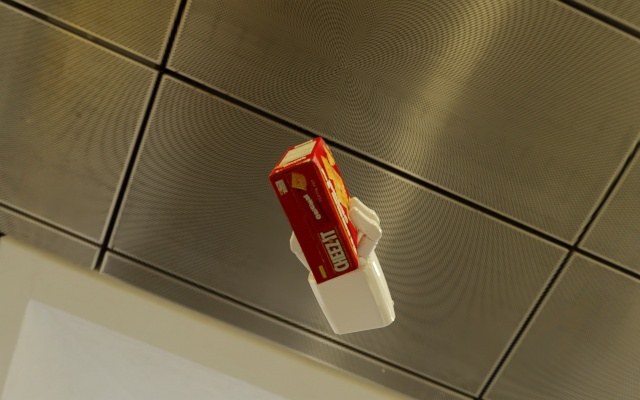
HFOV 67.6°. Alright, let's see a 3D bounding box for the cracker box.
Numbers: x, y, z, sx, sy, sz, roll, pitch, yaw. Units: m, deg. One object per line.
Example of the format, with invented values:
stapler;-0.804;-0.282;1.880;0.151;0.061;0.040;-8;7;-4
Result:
cracker box;0.000;0.002;0.720;0.072;0.164;0.213;-22;13;9
